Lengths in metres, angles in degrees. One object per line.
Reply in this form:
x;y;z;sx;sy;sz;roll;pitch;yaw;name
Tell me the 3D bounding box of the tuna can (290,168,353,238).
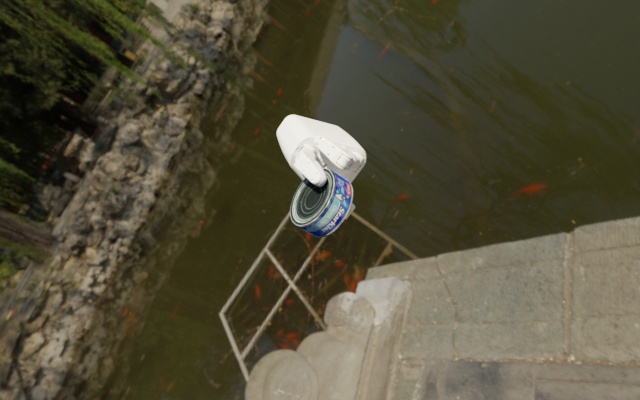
0.000;0.002;0.612;0.034;0.086;0.086;31;-18;-33;tuna can
